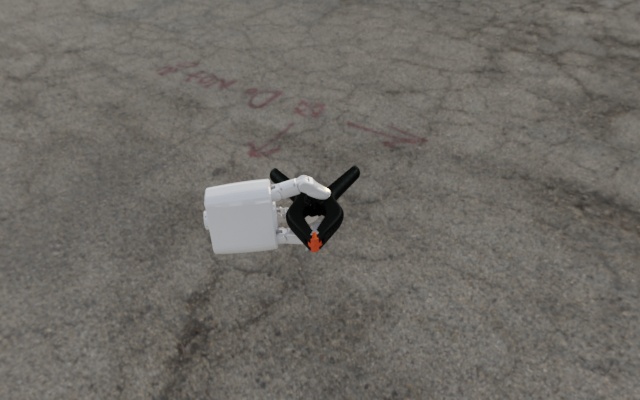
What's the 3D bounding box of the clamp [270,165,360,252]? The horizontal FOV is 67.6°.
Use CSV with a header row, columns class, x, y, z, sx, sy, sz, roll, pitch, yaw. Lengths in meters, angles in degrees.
class,x,y,z,sx,sy,sz,roll,pitch,yaw
clamp,0.000,0.002,0.809,0.164,0.036,0.209,-7,39,-4
